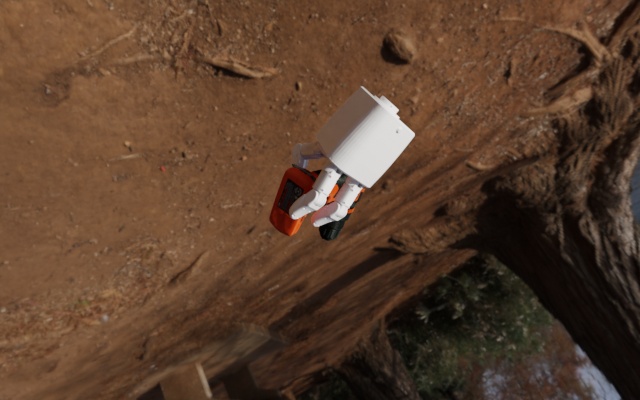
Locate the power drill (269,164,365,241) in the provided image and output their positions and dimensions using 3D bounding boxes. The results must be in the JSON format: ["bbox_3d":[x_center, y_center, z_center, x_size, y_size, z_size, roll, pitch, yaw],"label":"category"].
[{"bbox_3d":[0.000,0.002,0.798,0.057,0.184,0.187,32,26,26],"label":"power drill"}]
